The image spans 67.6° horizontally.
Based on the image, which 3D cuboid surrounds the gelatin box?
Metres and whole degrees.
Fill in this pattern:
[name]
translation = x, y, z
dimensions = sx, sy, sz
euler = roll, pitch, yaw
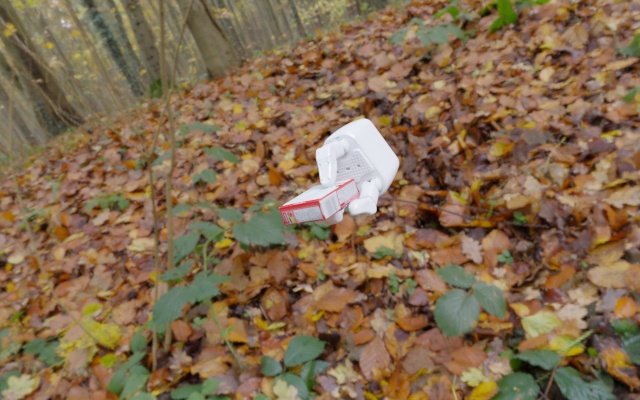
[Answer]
[gelatin box]
translation = 0.000, 0.002, 0.643
dimensions = 0.073, 0.030, 0.089
euler = -10, 15, 40
